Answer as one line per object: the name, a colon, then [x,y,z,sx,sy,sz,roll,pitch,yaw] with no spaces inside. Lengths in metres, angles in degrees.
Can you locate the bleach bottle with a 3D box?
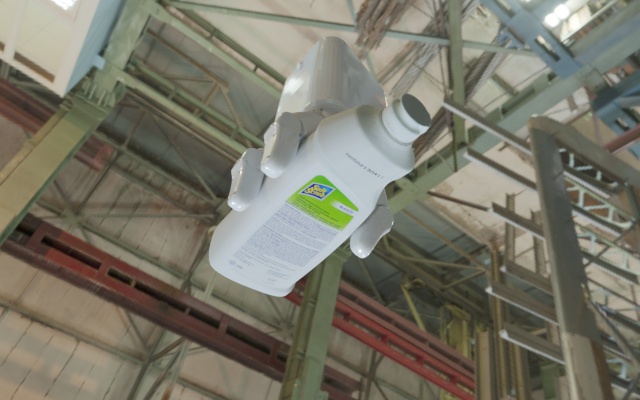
bleach bottle: [0.000,0.001,0.414,0.102,0.068,0.251,26,-43,-26]
